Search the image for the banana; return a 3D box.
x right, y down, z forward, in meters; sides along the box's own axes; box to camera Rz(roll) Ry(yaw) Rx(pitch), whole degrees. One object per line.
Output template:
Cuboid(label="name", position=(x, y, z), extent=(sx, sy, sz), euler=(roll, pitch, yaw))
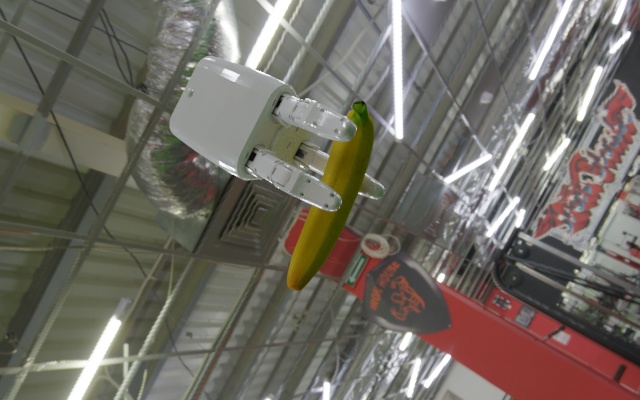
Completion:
Cuboid(label="banana", position=(0.010, -0.006, 0.453), extent=(0.037, 0.198, 0.069), euler=(28, 27, 22))
